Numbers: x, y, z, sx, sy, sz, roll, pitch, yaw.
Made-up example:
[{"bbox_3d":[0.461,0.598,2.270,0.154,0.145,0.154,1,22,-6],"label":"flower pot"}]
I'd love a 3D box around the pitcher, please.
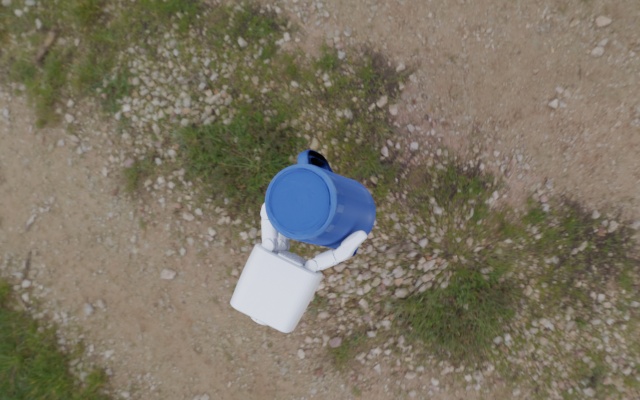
[{"bbox_3d":[0.000,0.003,0.771,0.149,0.145,0.243,29,2,17],"label":"pitcher"}]
